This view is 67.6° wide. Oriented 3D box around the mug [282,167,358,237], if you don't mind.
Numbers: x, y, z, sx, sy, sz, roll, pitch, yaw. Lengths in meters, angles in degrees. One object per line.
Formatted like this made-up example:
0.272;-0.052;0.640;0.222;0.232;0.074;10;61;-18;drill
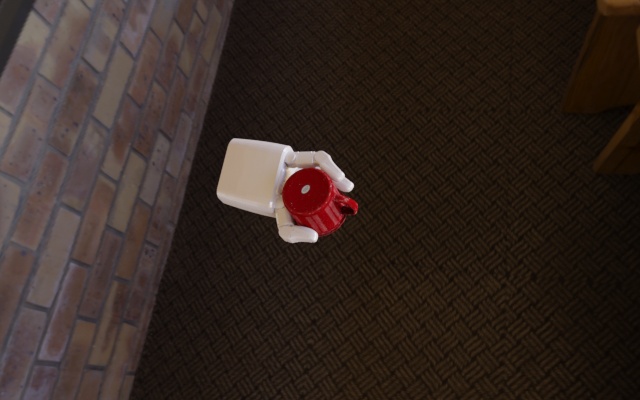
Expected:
0.001;0.003;0.744;0.117;0.093;0.081;11;-19;20;mug
